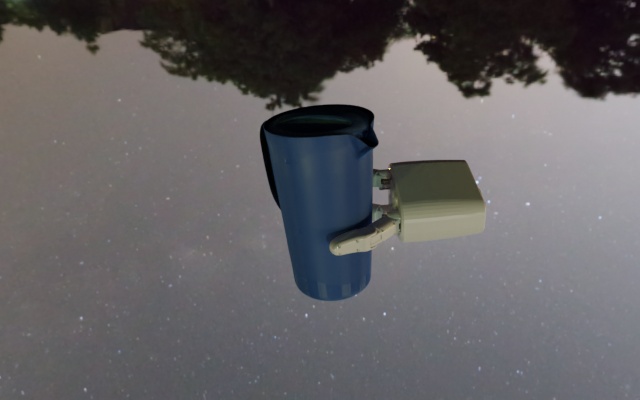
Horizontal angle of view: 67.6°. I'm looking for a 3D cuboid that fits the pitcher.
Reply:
[{"bbox_3d":[0.000,0.002,0.626,0.145,0.243,0.149,-6,26,-1],"label":"pitcher"}]
